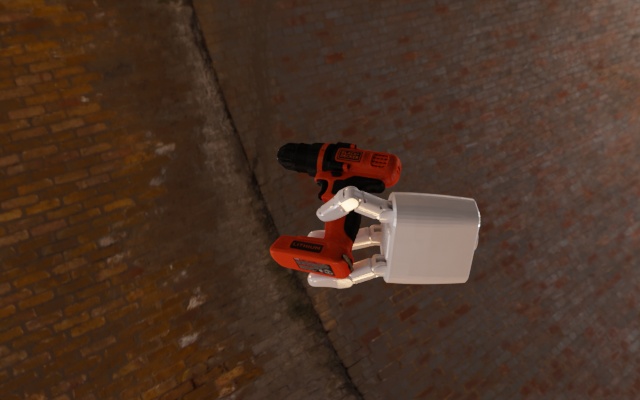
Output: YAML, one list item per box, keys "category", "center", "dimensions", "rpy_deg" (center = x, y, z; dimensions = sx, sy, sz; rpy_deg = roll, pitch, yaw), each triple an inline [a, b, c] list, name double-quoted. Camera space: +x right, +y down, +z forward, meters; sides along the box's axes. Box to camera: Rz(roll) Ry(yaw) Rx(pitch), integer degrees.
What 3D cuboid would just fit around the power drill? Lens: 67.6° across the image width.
- category: "power drill"
  center: [0.000, 0.003, 0.646]
  dimensions: [0.184, 0.187, 0.057]
  rpy_deg: [9, -27, 23]
